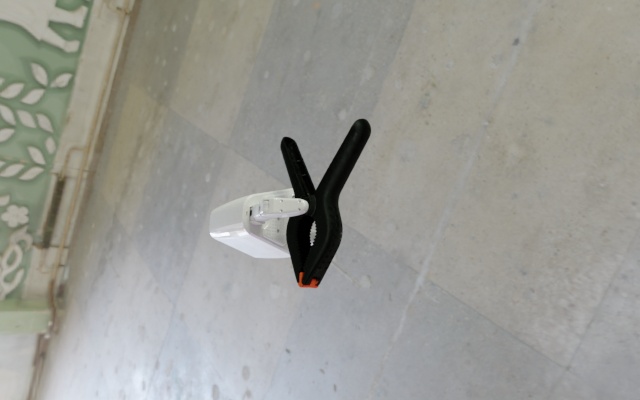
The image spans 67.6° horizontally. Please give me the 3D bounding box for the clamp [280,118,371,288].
[{"bbox_3d":[-0.001,0.002,0.593,0.036,0.210,0.164,10,-15,-38],"label":"clamp"}]
